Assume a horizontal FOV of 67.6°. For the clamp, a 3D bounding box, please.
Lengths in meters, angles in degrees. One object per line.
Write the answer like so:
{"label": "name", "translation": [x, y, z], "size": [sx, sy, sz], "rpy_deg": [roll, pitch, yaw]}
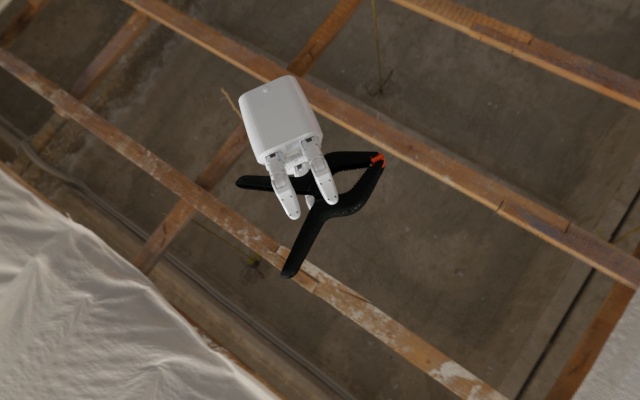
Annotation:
{"label": "clamp", "translation": [0.001, 0.002, 0.663], "size": [0.210, 0.164, 0.036], "rpy_deg": [-23, -18, 3]}
